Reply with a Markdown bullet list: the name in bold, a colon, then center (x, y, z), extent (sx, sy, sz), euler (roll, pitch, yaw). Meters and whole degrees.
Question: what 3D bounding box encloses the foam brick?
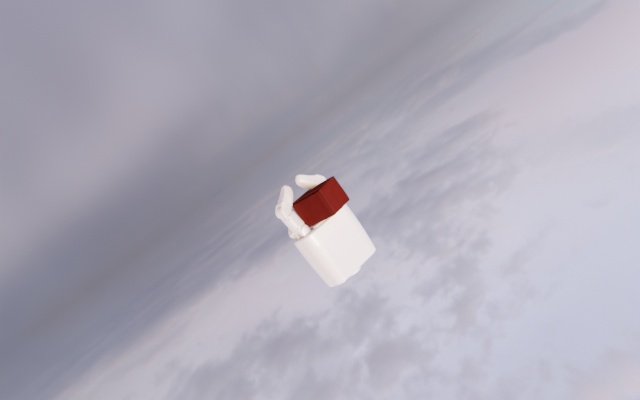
- **foam brick**: center (0.000, 0.003, 0.818), extent (0.078, 0.051, 0.053), euler (-28, 10, 47)
